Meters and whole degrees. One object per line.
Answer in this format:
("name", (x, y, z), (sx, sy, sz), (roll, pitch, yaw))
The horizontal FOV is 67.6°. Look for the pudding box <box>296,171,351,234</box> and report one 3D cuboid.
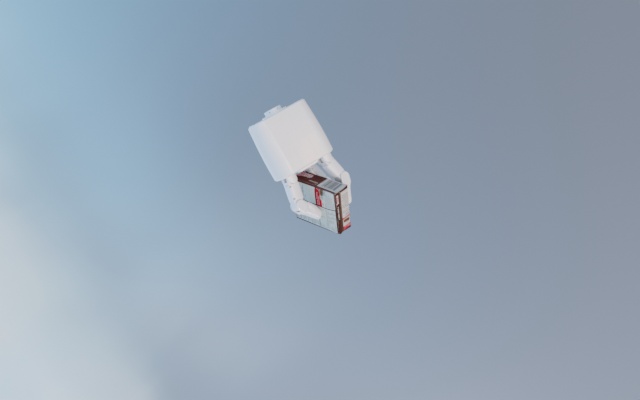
("pudding box", (0.000, 0.003, 0.881), (0.113, 0.090, 0.039), (21, 41, 39))
